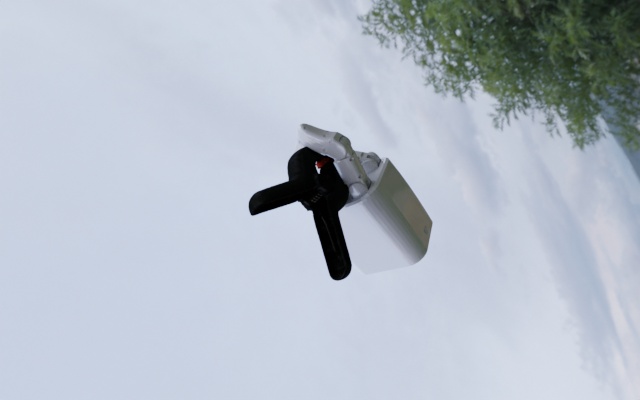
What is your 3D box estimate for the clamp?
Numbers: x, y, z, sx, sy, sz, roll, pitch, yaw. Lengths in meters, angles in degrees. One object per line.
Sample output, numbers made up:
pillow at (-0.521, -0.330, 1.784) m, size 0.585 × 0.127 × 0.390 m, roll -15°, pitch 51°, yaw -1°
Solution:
clamp at (0.000, 0.002, 0.498) m, size 0.039 × 0.120 × 0.171 m, roll -30°, pitch 18°, yaw 33°
